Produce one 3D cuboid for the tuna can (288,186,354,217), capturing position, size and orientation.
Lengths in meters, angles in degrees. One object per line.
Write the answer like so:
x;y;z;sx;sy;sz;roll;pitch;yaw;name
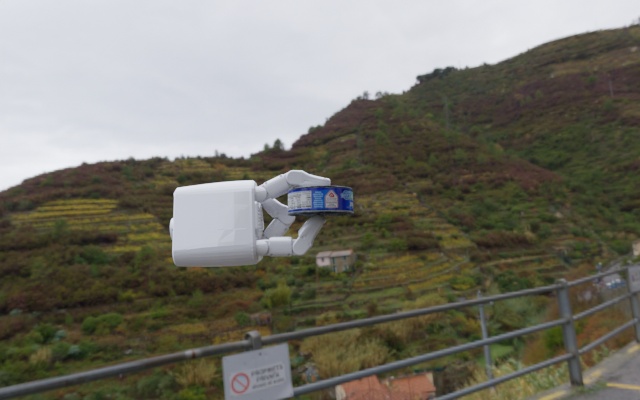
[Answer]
0.000;0.001;0.620;0.086;0.033;0.086;-1;-5;0;tuna can
